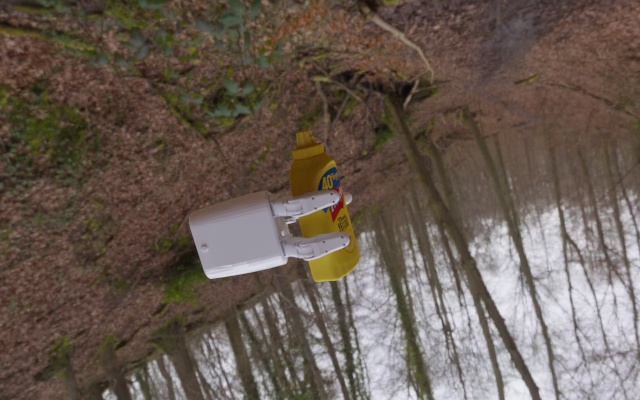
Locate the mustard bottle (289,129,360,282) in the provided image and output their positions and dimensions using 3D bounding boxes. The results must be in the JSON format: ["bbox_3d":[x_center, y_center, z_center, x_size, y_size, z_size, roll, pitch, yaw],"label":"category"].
[{"bbox_3d":[0.000,0.002,0.628,0.058,0.192,0.096,-9,12,27],"label":"mustard bottle"}]
